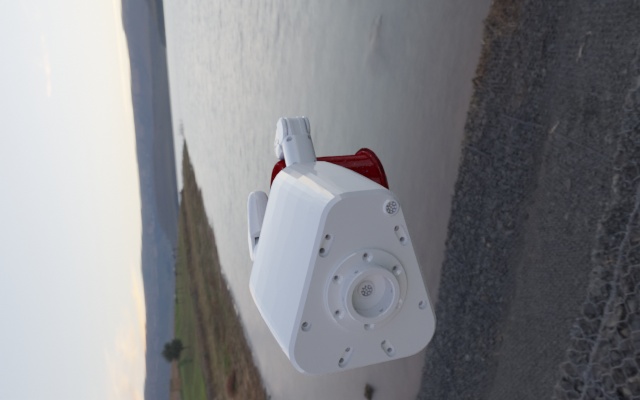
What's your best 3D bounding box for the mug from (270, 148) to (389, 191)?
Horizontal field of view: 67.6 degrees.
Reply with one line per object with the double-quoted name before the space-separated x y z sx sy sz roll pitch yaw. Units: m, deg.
"mug" -0.001 0.001 0.424 0.081 0.093 0.117 -5 11 -17
